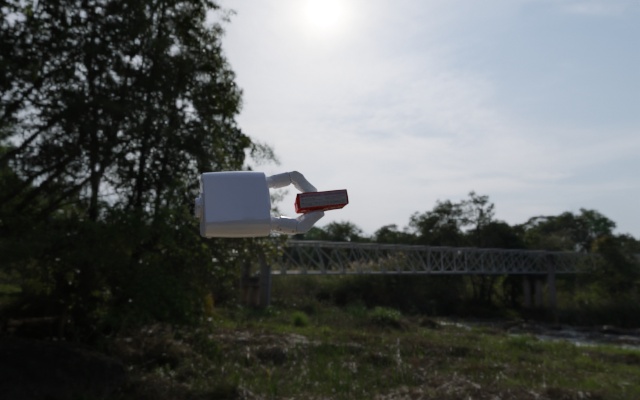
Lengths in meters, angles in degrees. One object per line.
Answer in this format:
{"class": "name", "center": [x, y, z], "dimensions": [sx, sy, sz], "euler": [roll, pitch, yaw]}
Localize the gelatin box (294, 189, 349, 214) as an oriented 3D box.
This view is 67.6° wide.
{"class": "gelatin box", "center": [0.000, 0.002, 0.839], "dimensions": [0.089, 0.030, 0.073], "euler": [-6, -7, -7]}
